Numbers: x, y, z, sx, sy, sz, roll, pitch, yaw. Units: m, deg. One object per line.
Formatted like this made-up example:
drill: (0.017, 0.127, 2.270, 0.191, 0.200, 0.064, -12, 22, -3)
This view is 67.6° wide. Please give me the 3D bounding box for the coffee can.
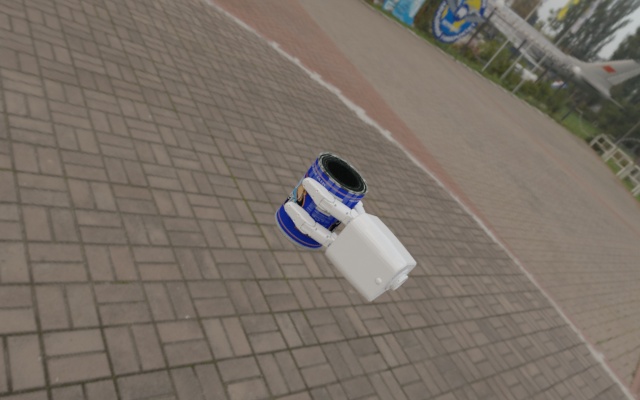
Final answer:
coffee can: (0.000, 0.003, 0.823, 0.103, 0.140, 0.102, 29, 28, -17)
